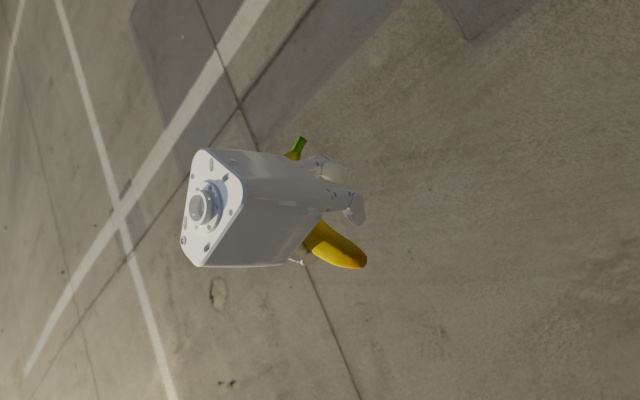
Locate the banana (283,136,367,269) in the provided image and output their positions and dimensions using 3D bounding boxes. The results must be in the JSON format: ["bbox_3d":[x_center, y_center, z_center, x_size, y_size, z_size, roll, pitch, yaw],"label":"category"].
[{"bbox_3d":[-0.014,0.011,0.570,0.070,0.197,0.037,-41,-32,23],"label":"banana"}]
